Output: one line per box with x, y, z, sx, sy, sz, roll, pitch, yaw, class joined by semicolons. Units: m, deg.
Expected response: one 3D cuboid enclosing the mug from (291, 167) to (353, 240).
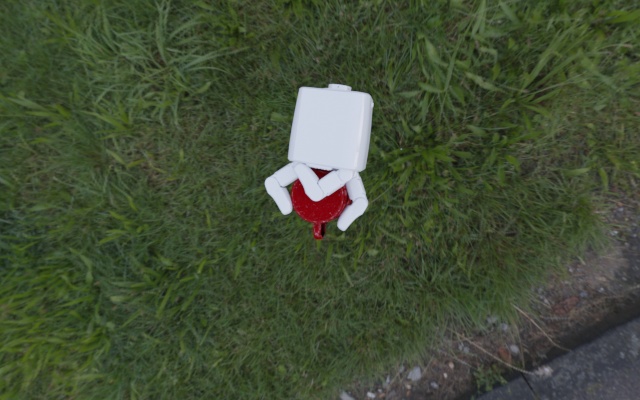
0.000;0.004;0.735;0.093;0.117;0.081;7;7;9;mug
